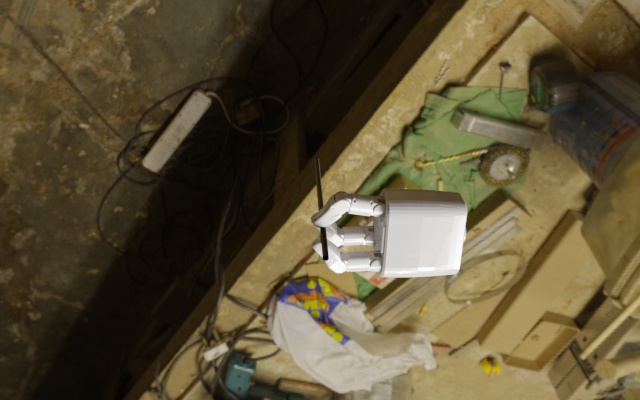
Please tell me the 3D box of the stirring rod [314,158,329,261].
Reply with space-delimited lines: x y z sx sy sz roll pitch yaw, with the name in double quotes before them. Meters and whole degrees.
"stirring rod" 0.000 0.002 0.680 0.011 0.011 0.239 0 35 -4
